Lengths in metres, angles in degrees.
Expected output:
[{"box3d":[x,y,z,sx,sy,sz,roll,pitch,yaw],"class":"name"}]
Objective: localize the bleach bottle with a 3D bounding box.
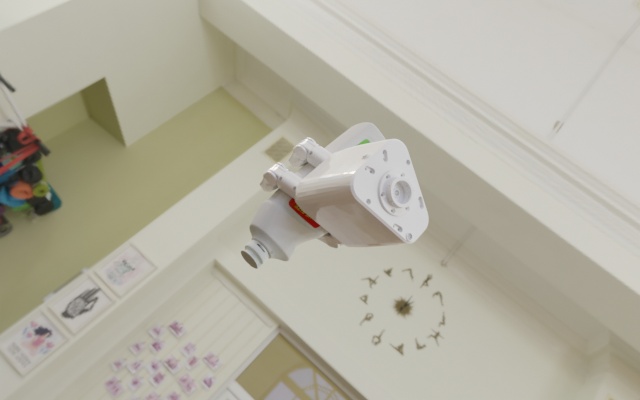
[{"box3d":[0.000,0.002,0.629,0.250,0.102,0.068,-43,19,-28],"class":"bleach bottle"}]
